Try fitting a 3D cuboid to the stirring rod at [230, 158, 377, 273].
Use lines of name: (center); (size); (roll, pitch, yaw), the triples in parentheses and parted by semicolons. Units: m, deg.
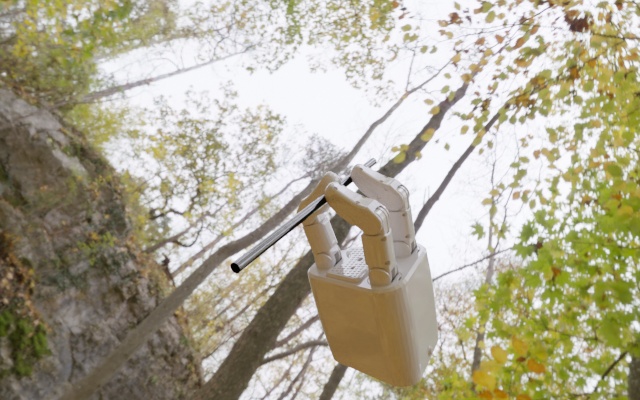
stirring rod: (0.000, 0.001, 0.410); (0.011, 0.011, 0.239); (0, 21, 30)
